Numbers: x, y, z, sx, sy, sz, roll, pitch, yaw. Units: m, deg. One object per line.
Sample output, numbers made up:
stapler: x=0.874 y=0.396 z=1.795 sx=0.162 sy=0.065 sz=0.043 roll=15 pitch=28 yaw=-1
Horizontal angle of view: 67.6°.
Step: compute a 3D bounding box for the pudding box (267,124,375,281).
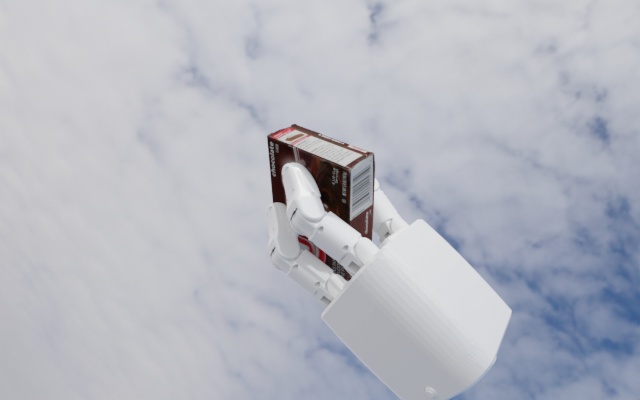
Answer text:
pudding box: x=0.000 y=0.001 z=0.408 sx=0.090 sy=0.114 sz=0.039 roll=24 pitch=39 yaw=34
